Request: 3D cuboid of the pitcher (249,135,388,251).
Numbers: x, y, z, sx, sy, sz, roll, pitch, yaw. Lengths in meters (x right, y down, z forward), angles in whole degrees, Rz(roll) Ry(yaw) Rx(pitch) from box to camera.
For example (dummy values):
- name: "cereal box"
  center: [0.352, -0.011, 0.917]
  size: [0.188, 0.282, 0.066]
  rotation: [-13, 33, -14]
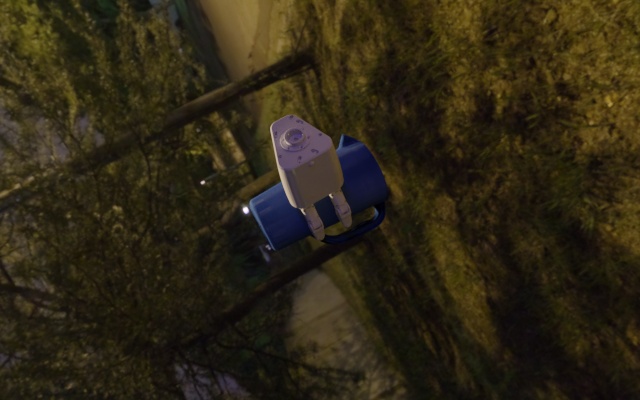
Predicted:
- name: "pitcher"
  center: [0.000, 0.003, 0.899]
  size: [0.243, 0.149, 0.145]
  rotation: [-28, -32, -7]
